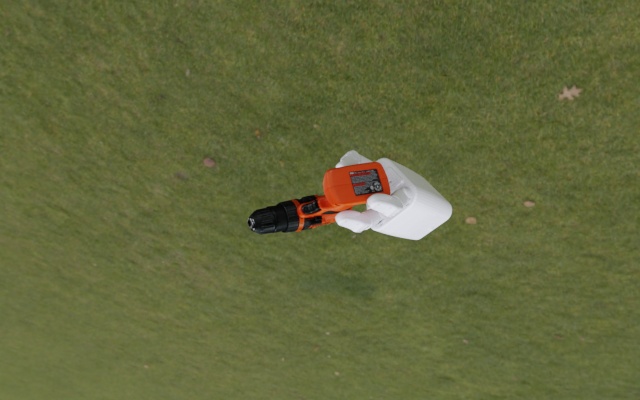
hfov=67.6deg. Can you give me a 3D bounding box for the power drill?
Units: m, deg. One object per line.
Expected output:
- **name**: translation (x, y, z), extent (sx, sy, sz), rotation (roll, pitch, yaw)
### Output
- **power drill**: translation (0.001, 0.002, 0.718), extent (0.184, 0.057, 0.188), rotation (-12, -9, -31)
